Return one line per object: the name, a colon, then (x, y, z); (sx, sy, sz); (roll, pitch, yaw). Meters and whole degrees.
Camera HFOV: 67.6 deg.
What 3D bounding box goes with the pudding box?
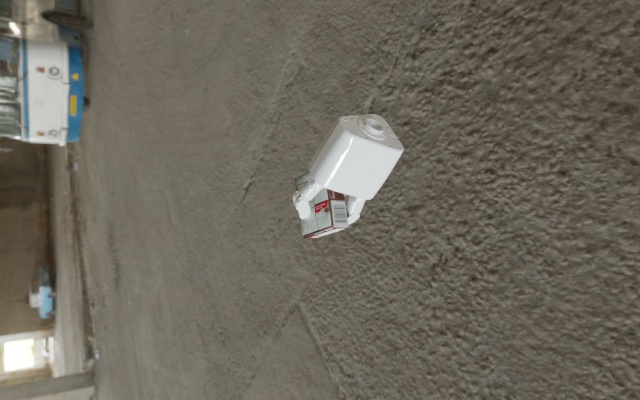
pudding box: (0.000, 0.003, 0.829); (0.039, 0.113, 0.090); (4, -18, -37)
